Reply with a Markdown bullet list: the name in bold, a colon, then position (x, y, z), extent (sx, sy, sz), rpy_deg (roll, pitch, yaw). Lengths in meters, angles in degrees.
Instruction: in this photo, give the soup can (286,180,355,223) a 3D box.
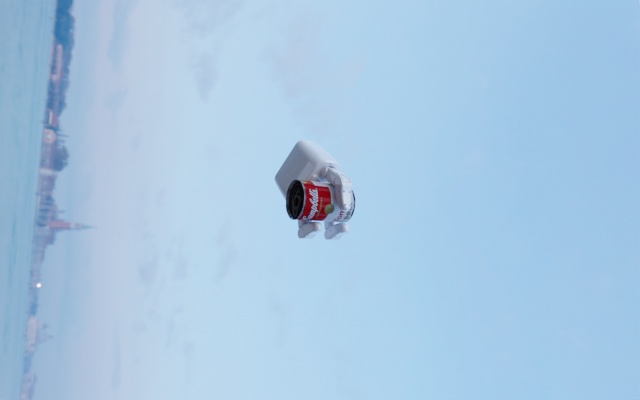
- **soup can**: position (0.001, 0.003, 0.821), extent (0.102, 0.068, 0.068), rpy_deg (5, -3, -30)
